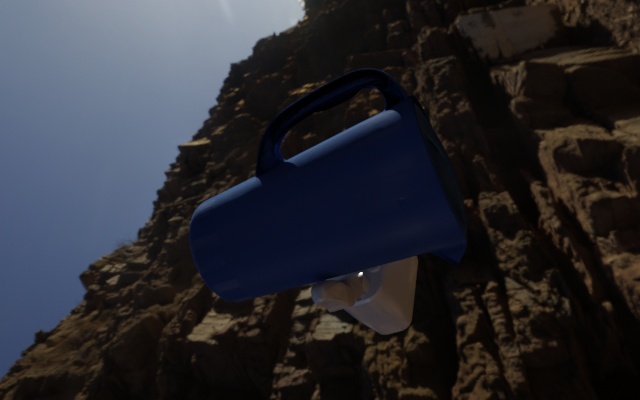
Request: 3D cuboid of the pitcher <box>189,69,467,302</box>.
[{"bbox_3d":[0.000,0.002,0.443,0.243,0.149,0.145,-21,-39,19],"label":"pitcher"}]
